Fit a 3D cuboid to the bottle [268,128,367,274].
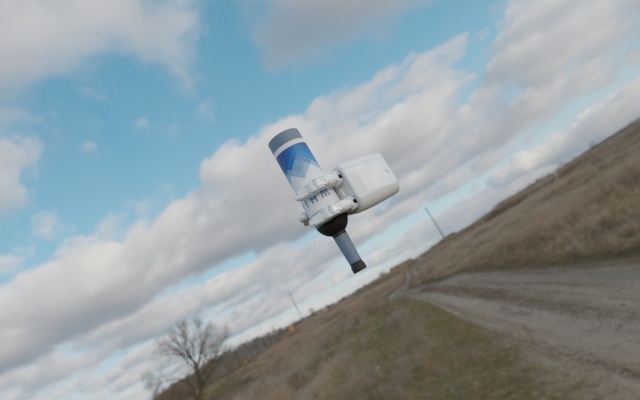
[{"bbox_3d":[0.000,0.003,0.896,0.069,0.295,0.069,-29,-12,-7],"label":"bottle"}]
